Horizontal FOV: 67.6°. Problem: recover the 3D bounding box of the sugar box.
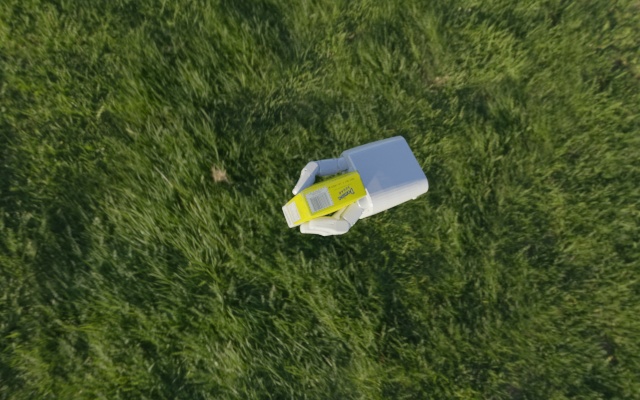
[{"bbox_3d":[0.000,0.003,0.754,0.093,0.048,0.176,-20,-6,-14],"label":"sugar box"}]
